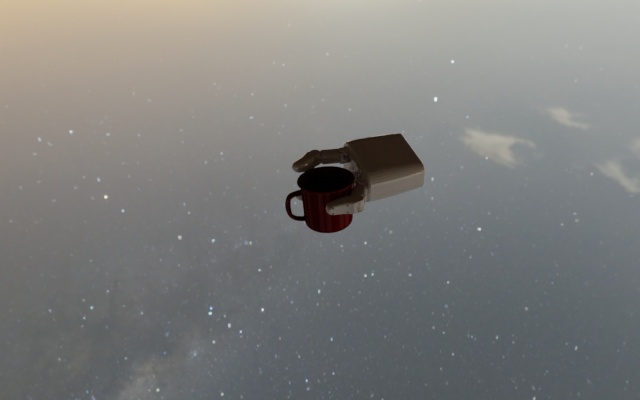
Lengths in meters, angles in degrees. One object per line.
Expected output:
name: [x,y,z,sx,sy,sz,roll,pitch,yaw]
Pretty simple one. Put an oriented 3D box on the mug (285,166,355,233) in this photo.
mug: [-0.001,0.003,0.782,0.117,0.081,0.093,-13,31,-14]
